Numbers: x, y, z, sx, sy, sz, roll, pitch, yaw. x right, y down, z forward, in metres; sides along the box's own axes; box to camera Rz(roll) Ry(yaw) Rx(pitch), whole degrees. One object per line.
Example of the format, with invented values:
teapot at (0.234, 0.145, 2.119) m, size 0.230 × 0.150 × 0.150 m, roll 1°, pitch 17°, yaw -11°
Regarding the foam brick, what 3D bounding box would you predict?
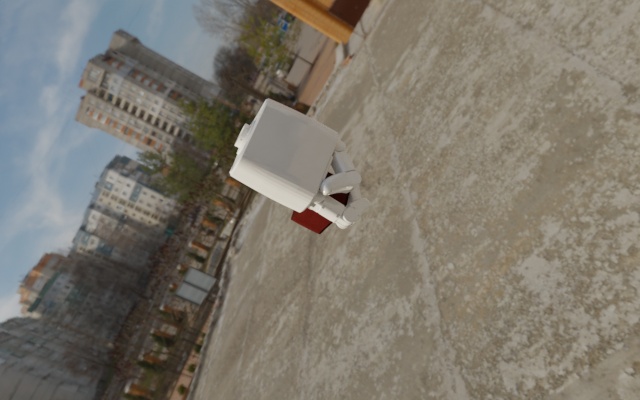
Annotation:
foam brick at (0.000, 0.002, 0.680) m, size 0.051 × 0.053 × 0.078 m, roll 26°, pitch -38°, yaw -15°
